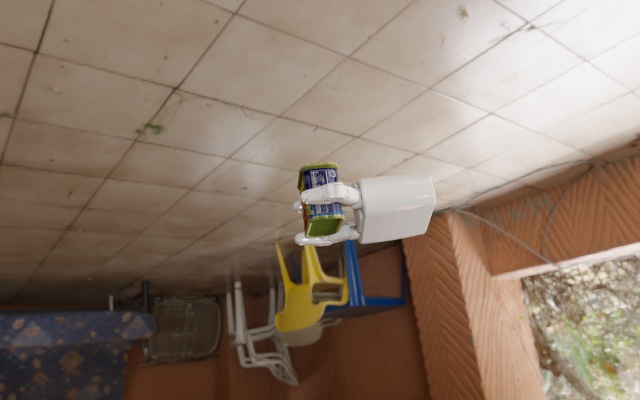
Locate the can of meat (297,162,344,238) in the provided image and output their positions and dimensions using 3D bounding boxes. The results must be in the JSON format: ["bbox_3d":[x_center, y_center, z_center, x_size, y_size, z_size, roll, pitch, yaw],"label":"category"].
[{"bbox_3d":[0.000,0.003,0.710,0.057,0.084,0.102,-5,-19,-8],"label":"can of meat"}]
